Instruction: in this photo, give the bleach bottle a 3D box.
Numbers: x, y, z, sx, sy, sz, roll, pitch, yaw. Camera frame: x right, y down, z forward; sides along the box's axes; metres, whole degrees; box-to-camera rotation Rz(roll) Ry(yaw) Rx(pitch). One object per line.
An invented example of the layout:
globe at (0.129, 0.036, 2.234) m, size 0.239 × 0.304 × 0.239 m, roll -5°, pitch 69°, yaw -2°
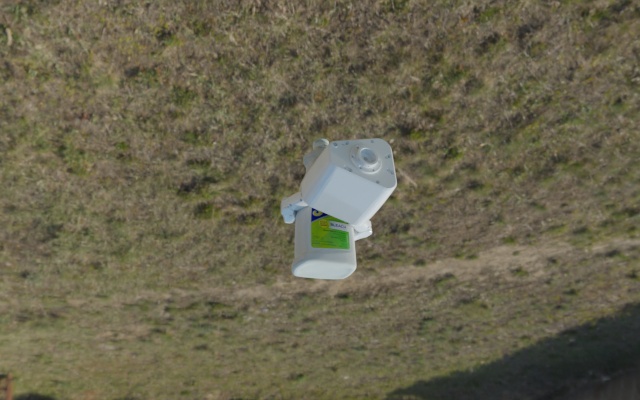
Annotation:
bleach bottle at (0.000, 0.003, 0.801) m, size 0.102 × 0.250 × 0.068 m, roll 8°, pitch -32°, yaw -19°
